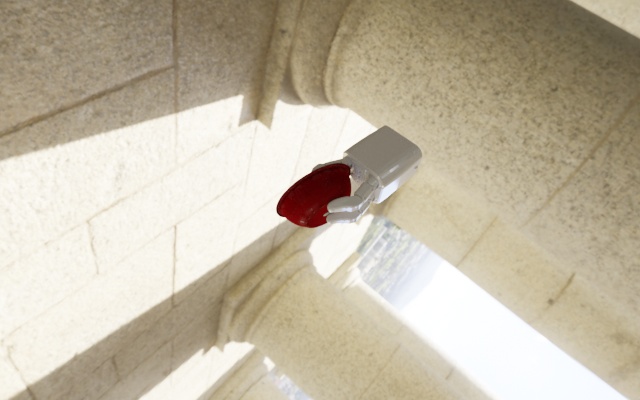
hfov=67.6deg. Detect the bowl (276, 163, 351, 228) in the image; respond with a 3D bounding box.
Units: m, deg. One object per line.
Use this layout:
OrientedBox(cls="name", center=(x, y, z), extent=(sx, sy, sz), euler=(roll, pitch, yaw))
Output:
OrientedBox(cls="bowl", center=(-0.001, 0.004, 0.884), extent=(0.162, 0.055, 0.162), euler=(-27, -22, -12))
